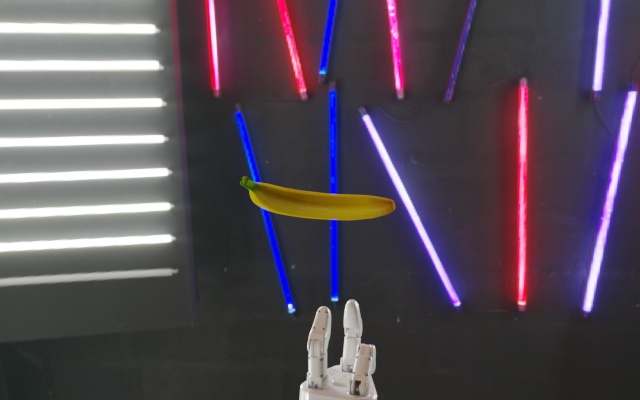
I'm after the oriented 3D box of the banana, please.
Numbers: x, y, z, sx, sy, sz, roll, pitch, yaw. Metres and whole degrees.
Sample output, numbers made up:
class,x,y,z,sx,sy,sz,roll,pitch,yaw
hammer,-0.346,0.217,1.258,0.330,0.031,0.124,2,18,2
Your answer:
class,x,y,z,sx,sy,sz,roll,pitch,yaw
banana,-0.005,0.004,0.623,0.198,0.037,0.069,7,-9,-6
